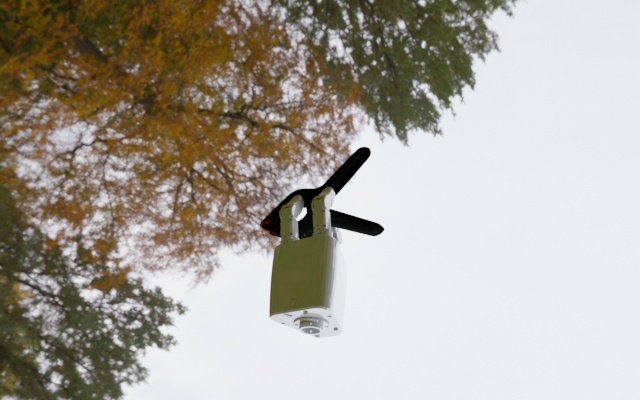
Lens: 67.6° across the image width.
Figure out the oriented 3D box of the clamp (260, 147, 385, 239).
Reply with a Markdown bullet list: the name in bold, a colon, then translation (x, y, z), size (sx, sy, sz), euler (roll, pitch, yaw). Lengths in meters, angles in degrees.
- **clamp**: translation (0.000, 0.003, 0.756), size (0.210, 0.164, 0.036), euler (-15, -39, 25)
